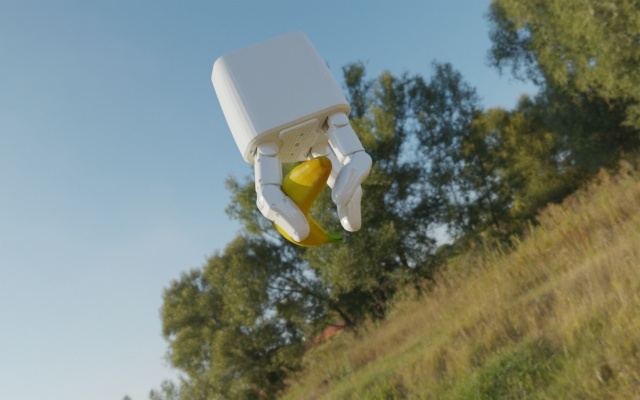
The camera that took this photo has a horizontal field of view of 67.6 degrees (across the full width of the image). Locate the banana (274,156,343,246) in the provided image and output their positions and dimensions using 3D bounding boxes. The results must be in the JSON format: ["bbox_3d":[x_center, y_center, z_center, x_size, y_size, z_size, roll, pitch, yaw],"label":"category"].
[{"bbox_3d":[-0.017,0.009,0.502,0.069,0.037,0.198,-19,-24,-3],"label":"banana"}]
